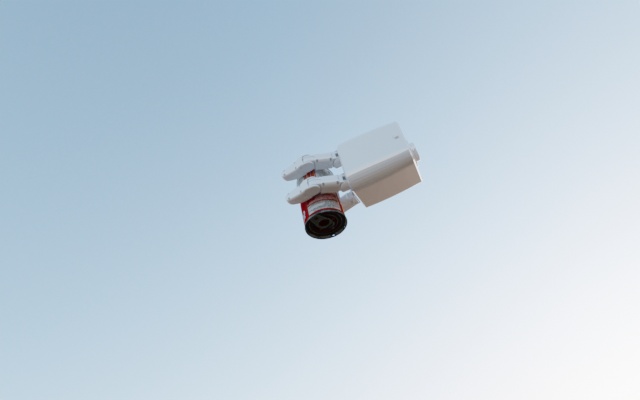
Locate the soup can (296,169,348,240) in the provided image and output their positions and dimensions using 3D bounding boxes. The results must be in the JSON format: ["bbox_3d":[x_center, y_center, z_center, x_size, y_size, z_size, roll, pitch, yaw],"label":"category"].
[{"bbox_3d":[0.000,0.003,0.773,0.068,0.102,0.069,-7,-42,-7],"label":"soup can"}]
